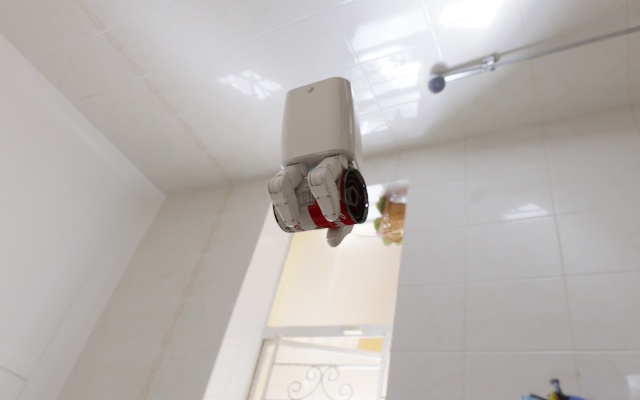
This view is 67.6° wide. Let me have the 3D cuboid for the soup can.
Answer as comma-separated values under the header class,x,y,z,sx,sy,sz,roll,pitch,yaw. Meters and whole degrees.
class,x,y,z,sx,sy,sz,roll,pitch,yaw
soup can,0.000,0.002,0.589,0.102,0.068,0.068,-10,-5,27
